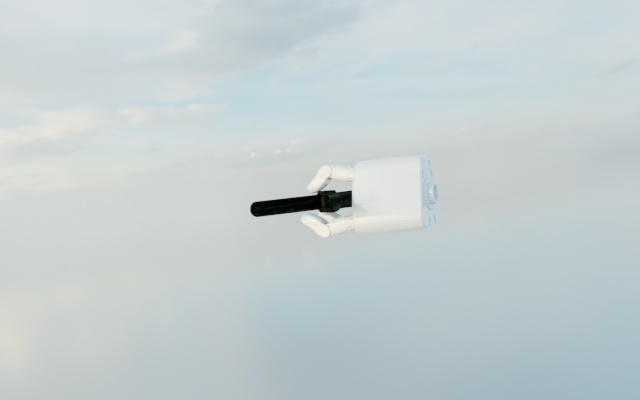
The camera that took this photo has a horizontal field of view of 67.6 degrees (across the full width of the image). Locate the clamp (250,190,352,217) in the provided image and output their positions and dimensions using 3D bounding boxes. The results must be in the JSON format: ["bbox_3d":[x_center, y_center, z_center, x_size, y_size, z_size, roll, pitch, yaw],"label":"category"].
[{"bbox_3d":[0.001,0.002,0.780,0.164,0.036,0.210,-4,3,29],"label":"clamp"}]
